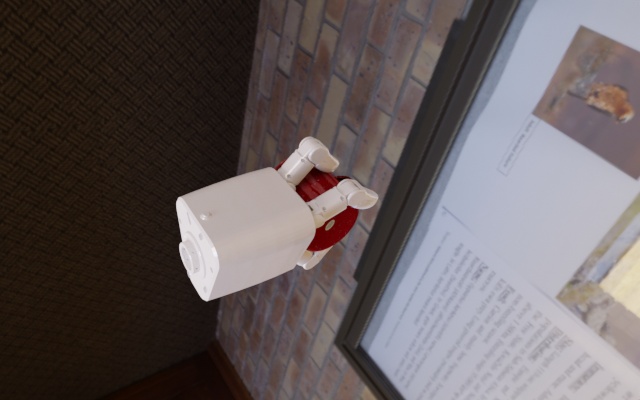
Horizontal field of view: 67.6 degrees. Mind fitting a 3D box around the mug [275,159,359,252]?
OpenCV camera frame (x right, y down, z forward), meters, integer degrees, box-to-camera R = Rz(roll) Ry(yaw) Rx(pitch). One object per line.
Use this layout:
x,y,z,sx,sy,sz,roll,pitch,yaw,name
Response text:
0.001,0.002,0.562,0.117,0.093,0.081,-17,48,-32,mug
